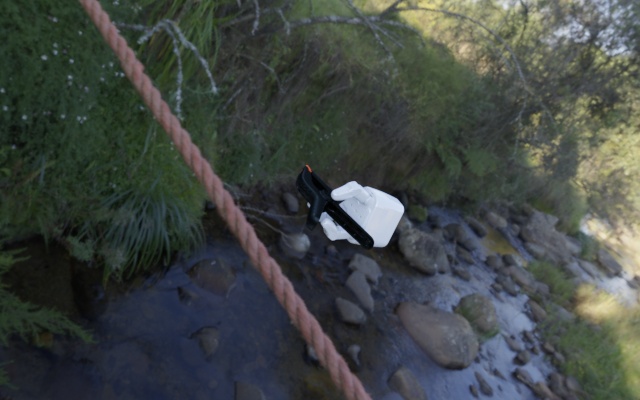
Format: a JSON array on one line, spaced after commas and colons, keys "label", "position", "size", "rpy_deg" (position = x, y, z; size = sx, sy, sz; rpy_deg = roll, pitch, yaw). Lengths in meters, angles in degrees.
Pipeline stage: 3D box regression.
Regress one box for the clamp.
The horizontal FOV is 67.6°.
[{"label": "clamp", "position": [0.001, 0.002, 0.895], "size": [0.164, 0.036, 0.210], "rpy_deg": [19, 28, -48]}]
